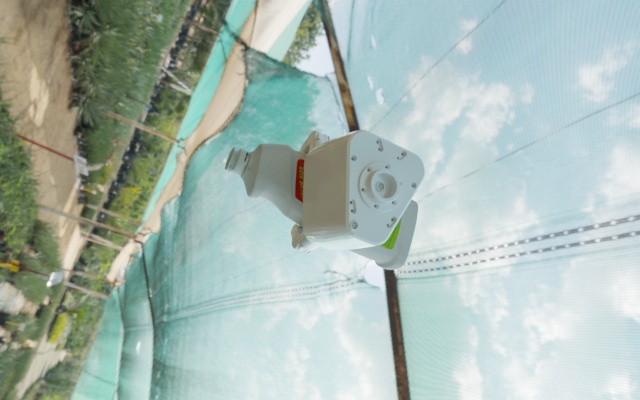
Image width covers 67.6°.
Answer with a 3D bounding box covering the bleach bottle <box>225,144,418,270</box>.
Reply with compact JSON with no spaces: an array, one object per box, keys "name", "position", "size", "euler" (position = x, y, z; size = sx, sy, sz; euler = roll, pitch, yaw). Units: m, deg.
[{"name":"bleach bottle","position":[0.000,0.002,0.602],"size":[0.251,0.102,0.068],"euler":[22,-15,-20]}]
